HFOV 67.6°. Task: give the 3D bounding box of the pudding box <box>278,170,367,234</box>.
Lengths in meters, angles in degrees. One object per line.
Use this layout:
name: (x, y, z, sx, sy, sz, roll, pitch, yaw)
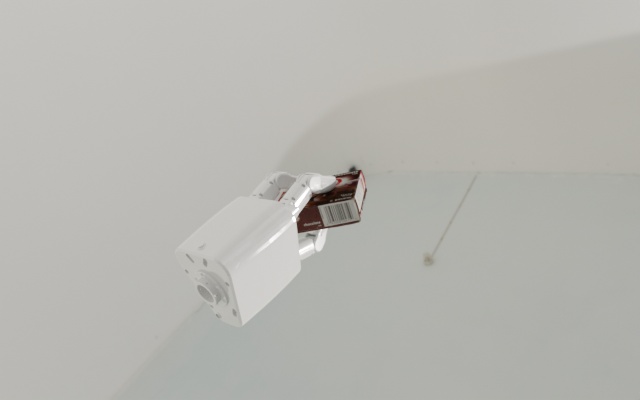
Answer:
pudding box: (0.000, 0.002, 0.625, 0.113, 0.039, 0.090, -9, 26, 15)
